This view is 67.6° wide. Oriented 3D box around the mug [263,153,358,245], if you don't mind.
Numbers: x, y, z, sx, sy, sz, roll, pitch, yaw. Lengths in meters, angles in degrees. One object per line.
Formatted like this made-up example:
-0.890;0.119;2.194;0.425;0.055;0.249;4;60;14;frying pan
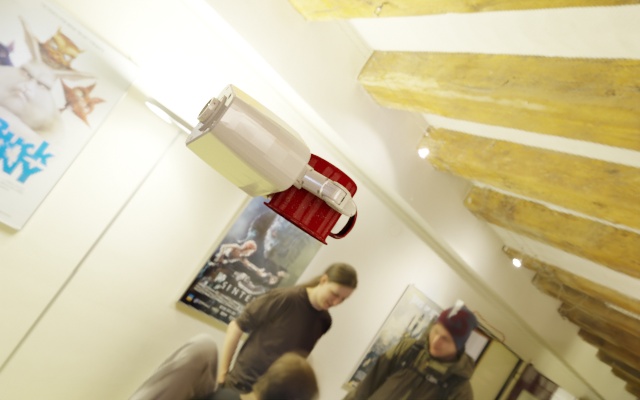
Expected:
0.001;0.003;0.585;0.117;0.081;0.093;37;-6;-26;mug
